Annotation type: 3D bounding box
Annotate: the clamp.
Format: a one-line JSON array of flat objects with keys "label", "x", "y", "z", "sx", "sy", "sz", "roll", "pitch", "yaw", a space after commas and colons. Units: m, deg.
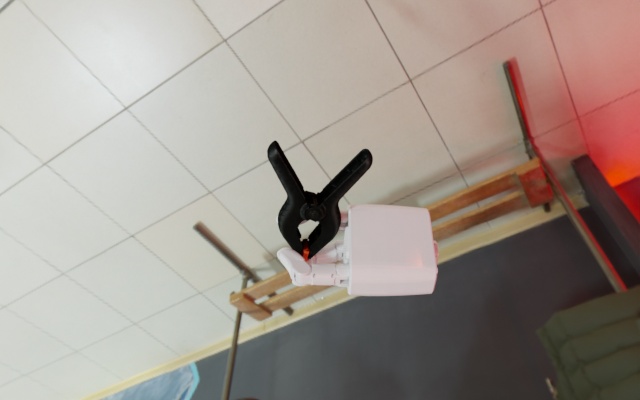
[{"label": "clamp", "x": 0.000, "y": 0.002, "z": 0.581, "sx": 0.120, "sy": 0.172, "sz": 0.039, "roll": 1, "pitch": 39, "yaw": 1}]
